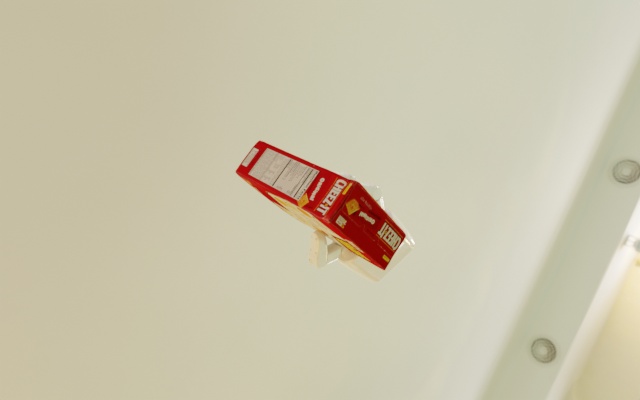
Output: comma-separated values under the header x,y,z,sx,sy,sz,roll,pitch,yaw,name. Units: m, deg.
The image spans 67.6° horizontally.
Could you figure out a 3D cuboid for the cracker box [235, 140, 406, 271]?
x,y,z,sx,sy,sz,roll,pitch,yaw,name
0.000,0.002,0.703,0.213,0.072,0.164,26,-10,43,cracker box
